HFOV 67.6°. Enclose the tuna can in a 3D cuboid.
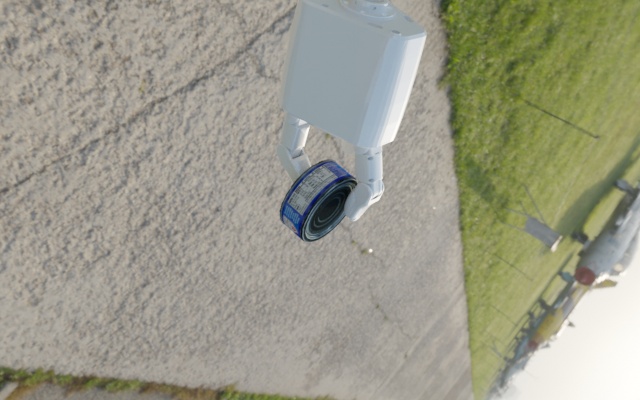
[{"bbox_3d":[0.000,0.002,0.497,0.033,0.086,0.086,41,19,24],"label":"tuna can"}]
